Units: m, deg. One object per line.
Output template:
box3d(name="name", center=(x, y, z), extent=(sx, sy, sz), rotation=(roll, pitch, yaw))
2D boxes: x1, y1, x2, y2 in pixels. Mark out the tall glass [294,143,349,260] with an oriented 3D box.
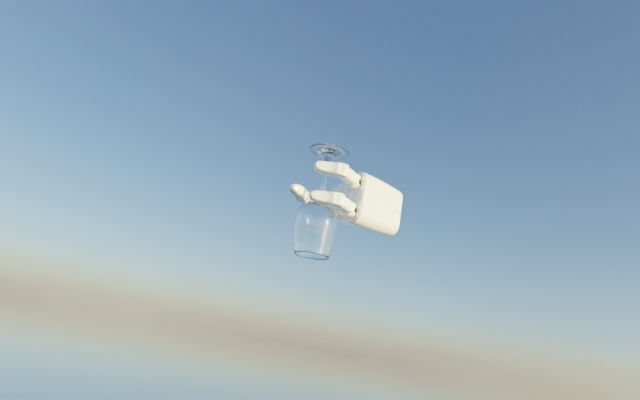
box3d(name="tall glass", center=(0.000, 0.002, 0.860), extent=(0.079, 0.201, 0.079), rotation=(9, -17, 3))
